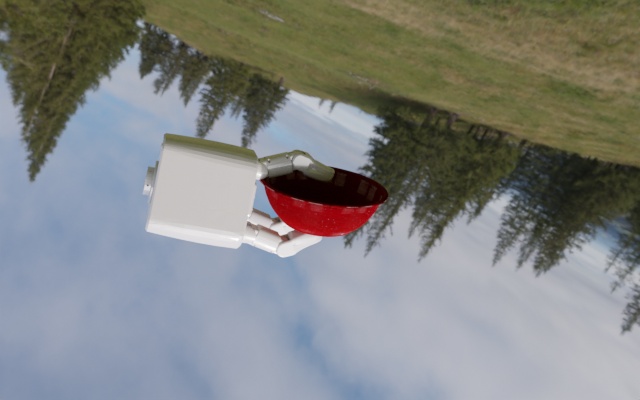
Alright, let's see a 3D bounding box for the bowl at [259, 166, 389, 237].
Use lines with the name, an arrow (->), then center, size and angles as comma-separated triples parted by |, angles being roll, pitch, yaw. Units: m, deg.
bowl -> 0.001, 0.003, 0.595 | 0.162, 0.055, 0.162 | 8, 19, -3
